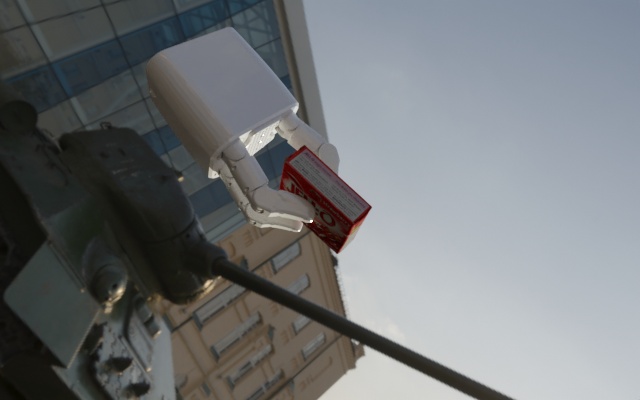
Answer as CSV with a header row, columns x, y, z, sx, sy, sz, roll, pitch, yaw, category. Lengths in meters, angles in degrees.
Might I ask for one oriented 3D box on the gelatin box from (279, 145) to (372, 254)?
x,y,z,sx,sy,sz,roll,pitch,yaw,category
0.001,0.001,0.457,0.030,0.089,0.073,-42,-13,-26,gelatin box
